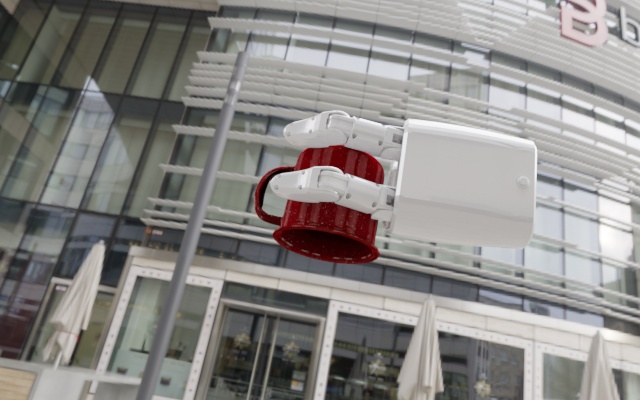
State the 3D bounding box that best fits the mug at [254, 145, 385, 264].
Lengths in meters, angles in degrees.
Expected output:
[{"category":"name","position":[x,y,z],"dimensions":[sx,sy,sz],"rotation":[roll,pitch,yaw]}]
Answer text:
[{"category":"mug","position":[-0.001,0.001,0.425],"dimensions":[0.117,0.081,0.093],"rotation":[10,-22,5]}]
